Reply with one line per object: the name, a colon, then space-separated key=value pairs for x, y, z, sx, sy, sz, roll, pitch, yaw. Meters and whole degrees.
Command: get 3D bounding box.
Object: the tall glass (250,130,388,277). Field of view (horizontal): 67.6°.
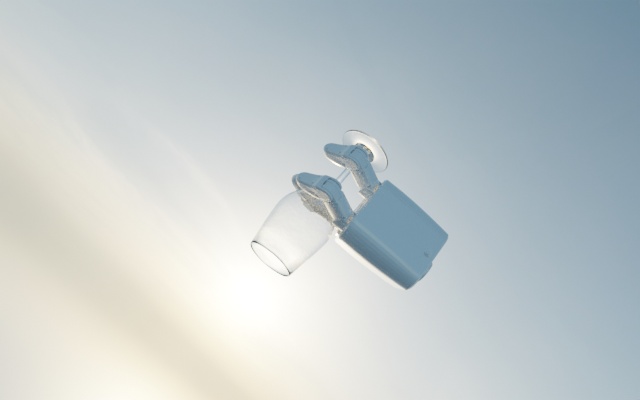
tall glass: x=0.000 y=0.001 z=0.605 sx=0.201 sy=0.079 sz=0.079 roll=-48 pitch=24 yaw=-23
